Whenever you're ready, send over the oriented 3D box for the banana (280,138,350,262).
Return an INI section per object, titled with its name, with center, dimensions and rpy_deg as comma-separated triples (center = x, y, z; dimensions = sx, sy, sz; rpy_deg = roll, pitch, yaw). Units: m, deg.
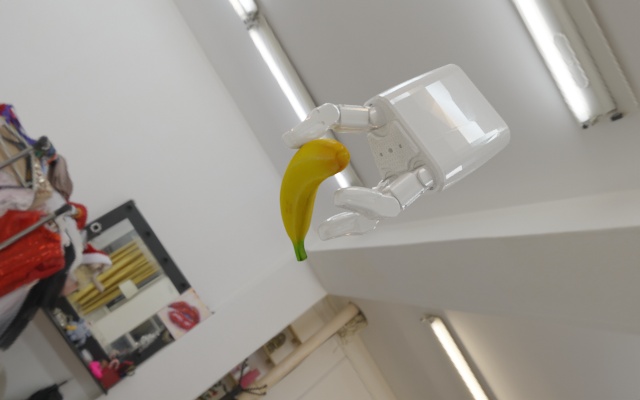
[banana]
center = -0.011, -0.011, 0.466
dimensions = 0.037, 0.069, 0.198
rpy_deg = -25, -22, -24
